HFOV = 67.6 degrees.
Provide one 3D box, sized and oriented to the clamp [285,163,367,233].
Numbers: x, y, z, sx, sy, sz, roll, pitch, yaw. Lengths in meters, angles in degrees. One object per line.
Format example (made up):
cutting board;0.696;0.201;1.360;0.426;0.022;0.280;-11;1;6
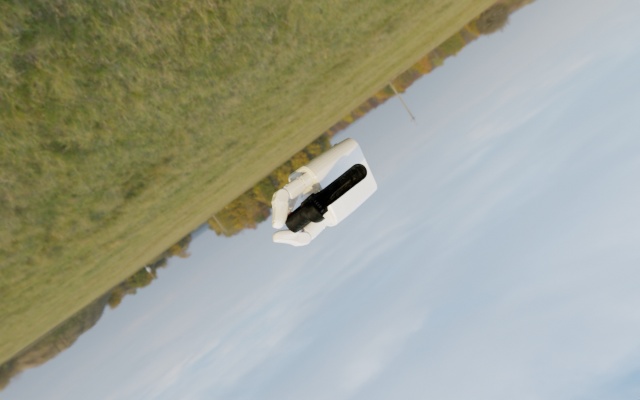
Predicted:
clamp;0.000;0.003;0.709;0.120;0.039;0.171;-37;5;-25
